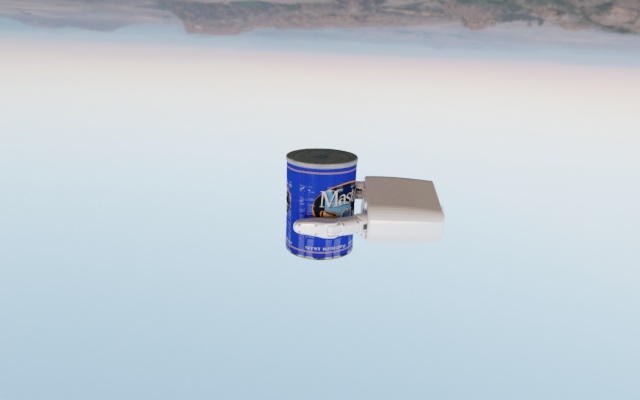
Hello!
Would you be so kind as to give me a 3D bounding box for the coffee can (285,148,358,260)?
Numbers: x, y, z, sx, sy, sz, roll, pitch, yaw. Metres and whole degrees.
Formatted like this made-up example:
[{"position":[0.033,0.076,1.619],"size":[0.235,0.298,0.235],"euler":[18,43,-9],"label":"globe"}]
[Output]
[{"position":[0.000,0.002,0.699],"size":[0.103,0.140,0.102],"euler":[2,18,-1],"label":"coffee can"}]
